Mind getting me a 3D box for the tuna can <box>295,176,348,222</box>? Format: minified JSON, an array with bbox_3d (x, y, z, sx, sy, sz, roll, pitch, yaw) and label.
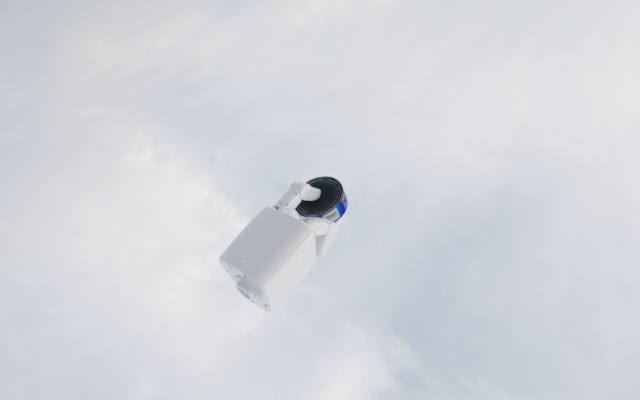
[{"bbox_3d":[0.000,0.003,0.773,0.086,0.086,0.034,0,-41,25],"label":"tuna can"}]
